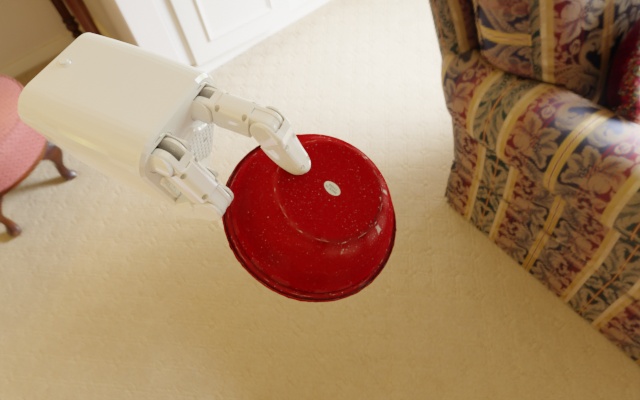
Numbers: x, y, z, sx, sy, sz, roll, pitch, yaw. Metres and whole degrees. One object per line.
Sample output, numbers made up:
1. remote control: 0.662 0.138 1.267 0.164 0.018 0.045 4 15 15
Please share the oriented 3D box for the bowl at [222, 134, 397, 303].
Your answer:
1. bowl: 0.001 0.002 0.406 0.162 0.162 0.055 0 -23 -18
